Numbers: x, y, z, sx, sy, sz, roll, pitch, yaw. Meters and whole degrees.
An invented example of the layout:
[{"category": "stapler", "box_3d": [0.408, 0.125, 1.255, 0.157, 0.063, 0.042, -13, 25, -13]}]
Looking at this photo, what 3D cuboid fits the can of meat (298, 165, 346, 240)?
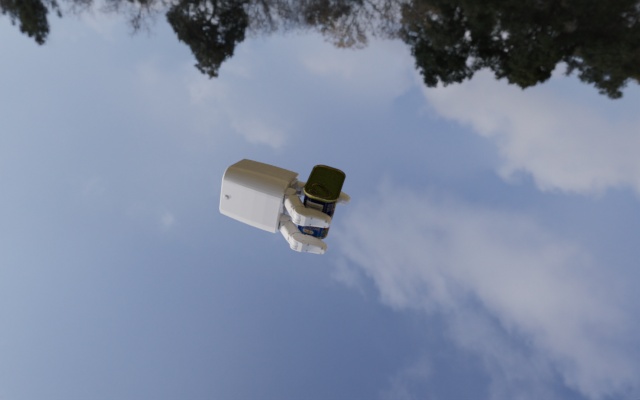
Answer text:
[{"category": "can of meat", "box_3d": [0.000, 0.003, 0.794, 0.057, 0.084, 0.102, 16, 34, 3]}]
